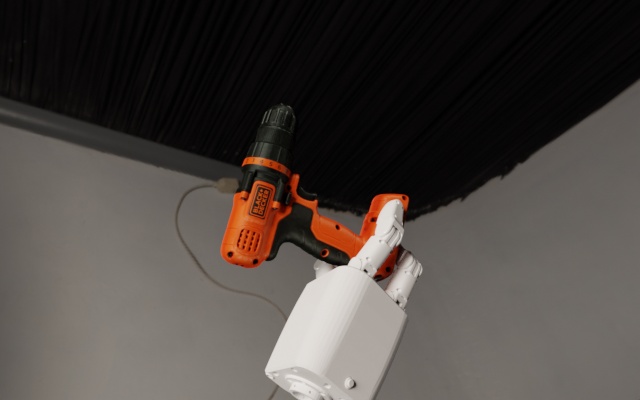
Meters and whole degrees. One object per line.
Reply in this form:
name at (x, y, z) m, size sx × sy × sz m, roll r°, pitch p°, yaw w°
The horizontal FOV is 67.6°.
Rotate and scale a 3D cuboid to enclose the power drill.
power drill at (0.000, 0.002, 0.528) m, size 0.187 × 0.184 × 0.057 m, roll 18°, pitch -14°, yaw -13°
